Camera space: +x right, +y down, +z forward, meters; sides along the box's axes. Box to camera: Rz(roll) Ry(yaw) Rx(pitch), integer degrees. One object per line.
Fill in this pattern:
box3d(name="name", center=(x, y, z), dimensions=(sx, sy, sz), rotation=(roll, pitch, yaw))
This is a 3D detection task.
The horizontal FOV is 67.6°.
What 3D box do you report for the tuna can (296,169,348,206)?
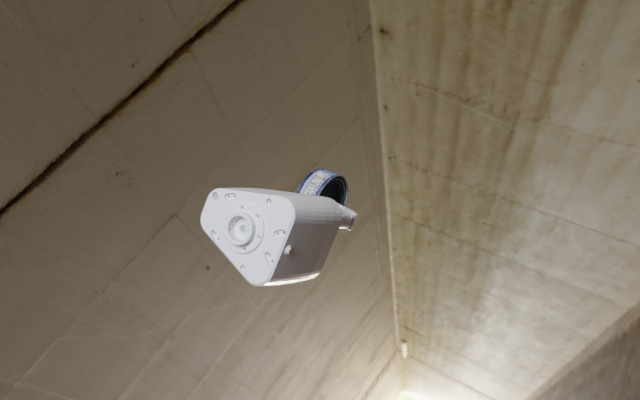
box3d(name="tuna can", center=(0.000, 0.002, 0.639), dimensions=(0.033, 0.086, 0.086), rotation=(24, 11, 28))
